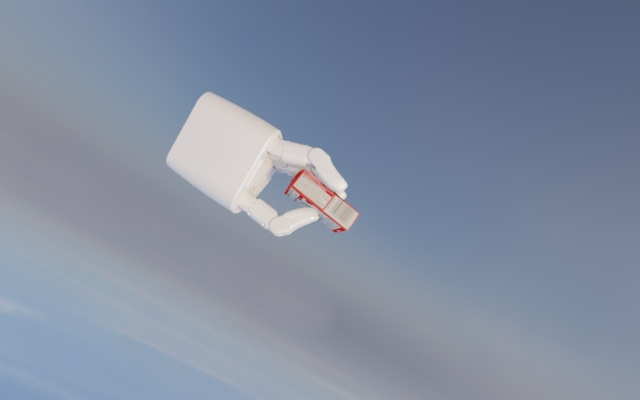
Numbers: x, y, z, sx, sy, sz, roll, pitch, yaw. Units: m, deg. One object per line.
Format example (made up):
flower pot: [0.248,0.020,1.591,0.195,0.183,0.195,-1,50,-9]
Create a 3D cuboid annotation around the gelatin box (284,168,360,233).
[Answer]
gelatin box: [0.000,0.003,0.594,0.089,0.030,0.073,39,-11,-3]
